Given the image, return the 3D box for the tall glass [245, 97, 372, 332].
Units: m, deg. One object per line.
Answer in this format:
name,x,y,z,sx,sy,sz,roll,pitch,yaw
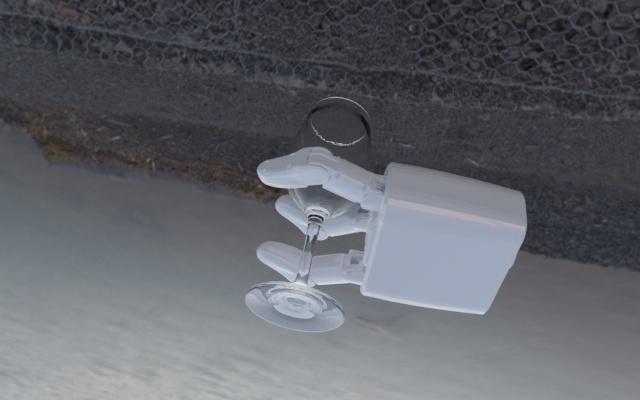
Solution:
tall glass,0.000,0.002,0.402,0.079,0.201,0.079,8,-37,6
